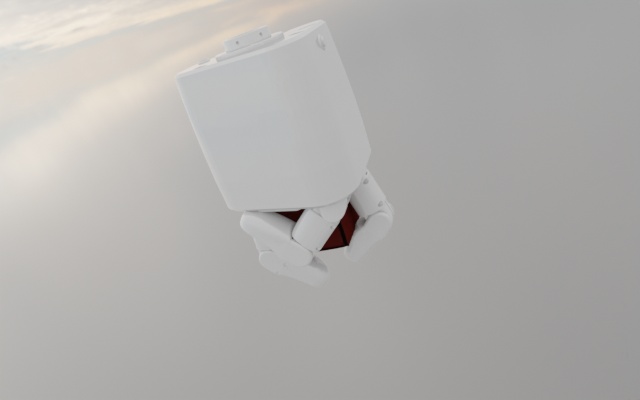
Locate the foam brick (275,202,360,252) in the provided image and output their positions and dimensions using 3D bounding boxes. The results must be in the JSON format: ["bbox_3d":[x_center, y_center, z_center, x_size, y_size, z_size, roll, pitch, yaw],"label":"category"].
[{"bbox_3d":[0.000,0.001,0.401,0.053,0.051,0.078,-12,24,20],"label":"foam brick"}]
